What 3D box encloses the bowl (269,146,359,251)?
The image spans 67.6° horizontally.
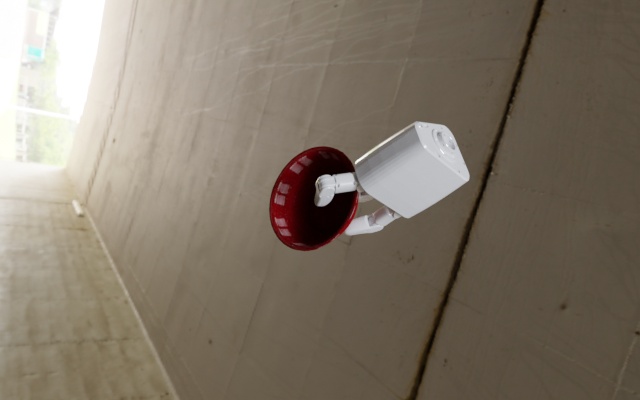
[{"bbox_3d":[-0.001,0.003,0.724,0.162,0.162,0.055,0,-16,36],"label":"bowl"}]
